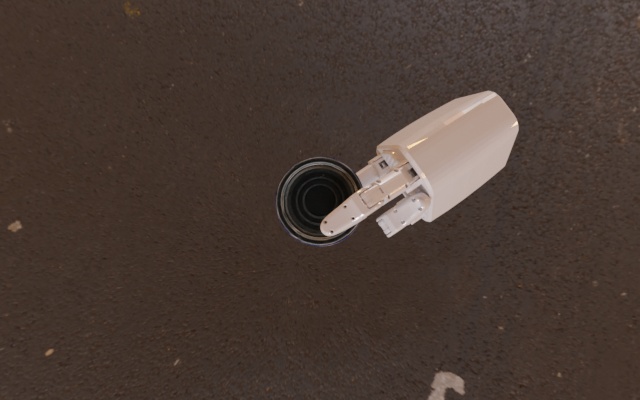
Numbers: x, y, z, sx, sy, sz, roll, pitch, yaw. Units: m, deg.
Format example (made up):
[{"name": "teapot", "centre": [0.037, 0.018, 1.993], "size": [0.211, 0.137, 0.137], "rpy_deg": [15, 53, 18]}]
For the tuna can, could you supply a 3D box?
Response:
[{"name": "tuna can", "centre": [0.000, 0.001, 0.458], "size": [0.086, 0.086, 0.034], "rpy_deg": [0, -4, 2]}]
